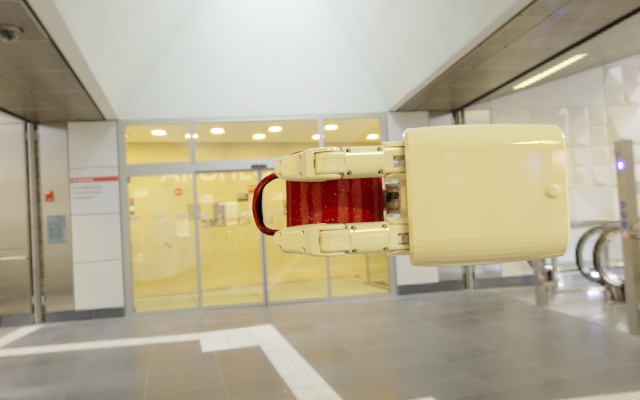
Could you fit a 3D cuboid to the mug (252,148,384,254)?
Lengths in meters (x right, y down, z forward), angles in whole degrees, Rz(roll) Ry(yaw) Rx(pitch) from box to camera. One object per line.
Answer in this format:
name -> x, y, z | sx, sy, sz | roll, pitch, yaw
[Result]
mug -> -0.001, 0.001, 0.406 | 0.117, 0.081, 0.093 | -2, -2, 6
